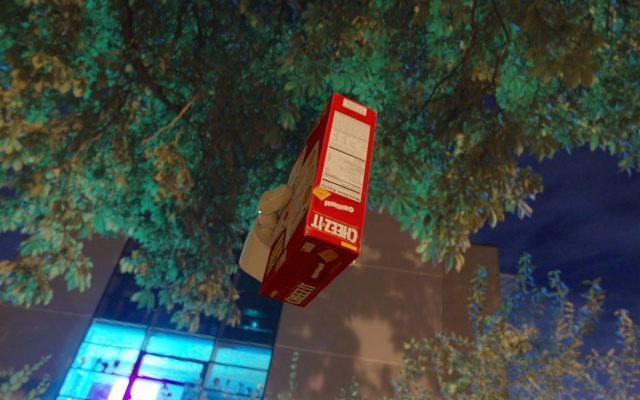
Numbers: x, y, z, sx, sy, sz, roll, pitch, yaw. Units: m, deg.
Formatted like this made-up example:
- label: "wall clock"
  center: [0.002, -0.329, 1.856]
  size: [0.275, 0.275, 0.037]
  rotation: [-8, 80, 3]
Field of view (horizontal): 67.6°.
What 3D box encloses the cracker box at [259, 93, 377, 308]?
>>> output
- label: "cracker box"
  center: [0.000, 0.002, 0.593]
  size: [0.072, 0.213, 0.164]
  rotation: [20, -37, -12]
